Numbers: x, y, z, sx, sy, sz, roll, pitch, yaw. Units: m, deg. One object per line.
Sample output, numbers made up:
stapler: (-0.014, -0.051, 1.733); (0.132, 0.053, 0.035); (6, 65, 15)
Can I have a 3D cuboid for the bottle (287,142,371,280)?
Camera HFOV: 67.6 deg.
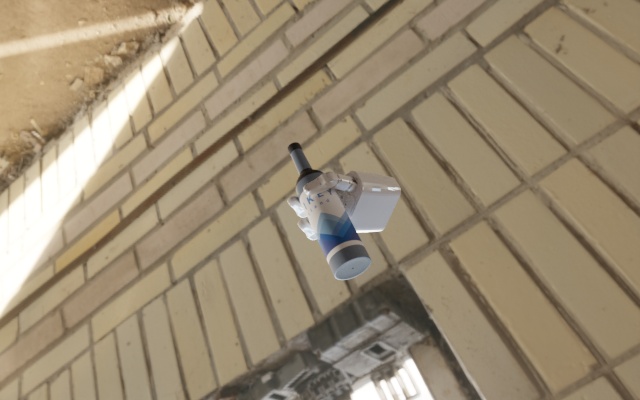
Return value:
bottle: (0.000, 0.003, 0.864); (0.069, 0.295, 0.069); (-17, -36, -13)
